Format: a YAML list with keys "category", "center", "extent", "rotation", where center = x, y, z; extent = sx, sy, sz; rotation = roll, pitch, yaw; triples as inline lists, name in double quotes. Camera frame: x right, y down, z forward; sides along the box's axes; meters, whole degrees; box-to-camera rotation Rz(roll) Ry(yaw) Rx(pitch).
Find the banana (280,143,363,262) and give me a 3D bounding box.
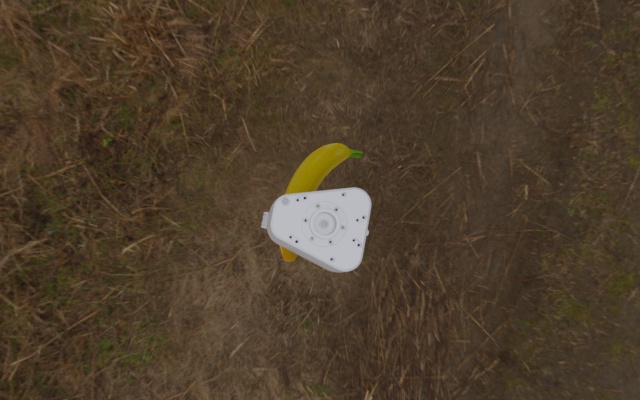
- category: "banana"
  center: [-0.013, -0.011, 0.670]
  extent: [0.069, 0.197, 0.037]
  rotation: [36, -14, -9]
